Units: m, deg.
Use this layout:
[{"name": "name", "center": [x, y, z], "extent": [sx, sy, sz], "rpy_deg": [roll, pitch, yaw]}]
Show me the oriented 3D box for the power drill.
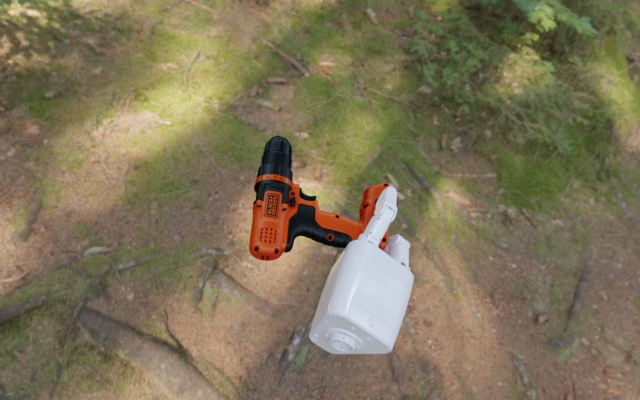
[{"name": "power drill", "center": [0.001, 0.002, 0.665], "extent": [0.187, 0.184, 0.057], "rpy_deg": [8, -24, -6]}]
